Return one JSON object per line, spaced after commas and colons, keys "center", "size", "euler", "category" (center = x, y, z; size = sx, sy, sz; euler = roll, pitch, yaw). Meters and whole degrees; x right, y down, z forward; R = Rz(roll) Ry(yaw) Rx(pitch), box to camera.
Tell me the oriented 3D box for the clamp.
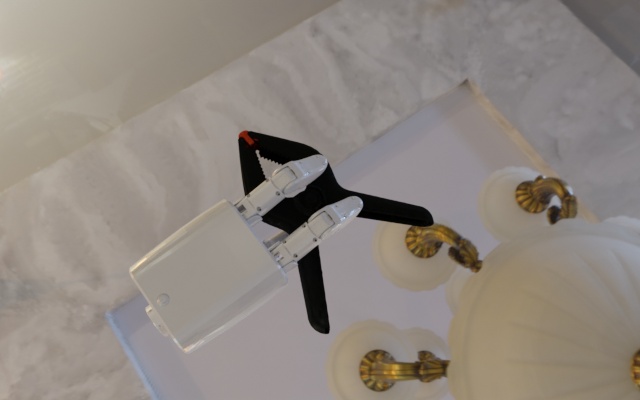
{"center": [-0.001, 0.002, 0.481], "size": [0.164, 0.210, 0.036], "euler": [-35, -14, -19], "category": "clamp"}
